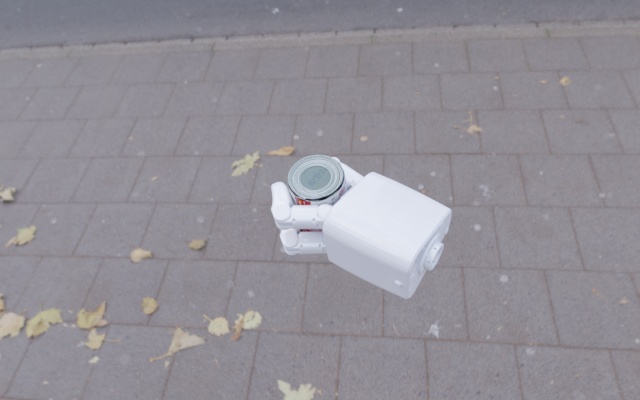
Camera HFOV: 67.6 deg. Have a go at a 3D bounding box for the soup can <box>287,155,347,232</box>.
[{"bbox_3d":[0.000,0.001,0.583,0.068,0.068,0.102,0,-36,8],"label":"soup can"}]
